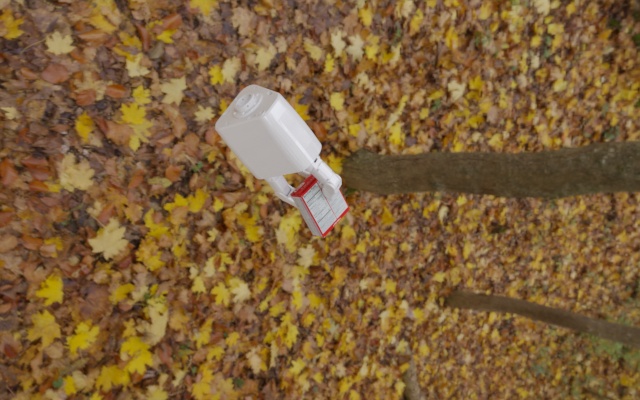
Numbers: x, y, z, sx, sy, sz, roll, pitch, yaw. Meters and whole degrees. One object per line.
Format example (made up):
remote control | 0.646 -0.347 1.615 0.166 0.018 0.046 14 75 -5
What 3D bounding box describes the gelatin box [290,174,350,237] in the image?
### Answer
gelatin box | 0.001 0.003 0.765 0.030 0.089 0.073 5 43 47
